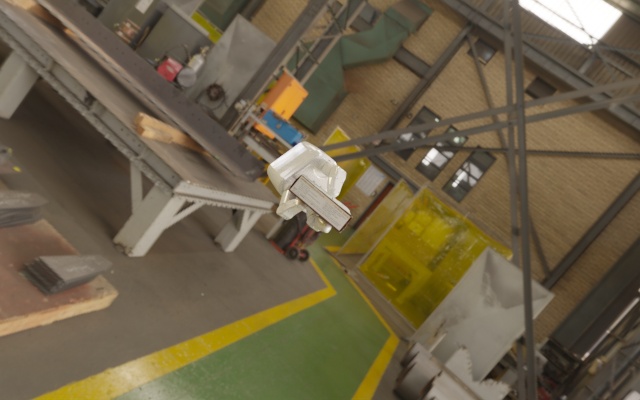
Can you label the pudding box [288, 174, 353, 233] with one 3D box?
[{"bbox_3d":[0.000,0.003,0.812,0.113,0.039,0.090,38,4,-1],"label":"pudding box"}]
